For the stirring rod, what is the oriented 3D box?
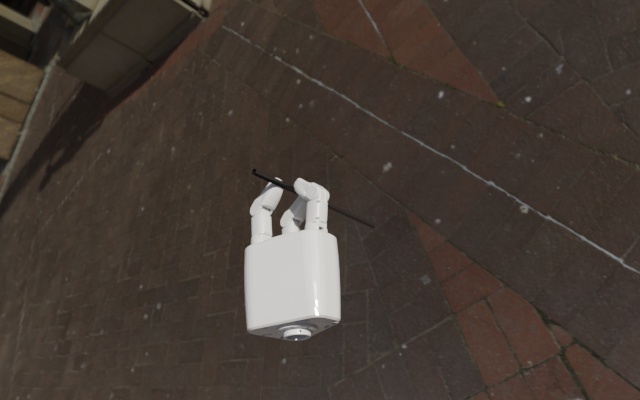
[{"bbox_3d":[0.000,0.002,0.669,0.011,0.011,0.239,0,-18,46],"label":"stirring rod"}]
